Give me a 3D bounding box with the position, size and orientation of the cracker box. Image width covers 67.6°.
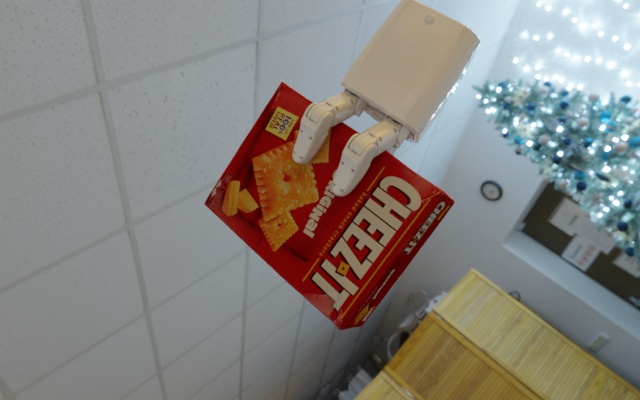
[{"bbox_3d":[0.000,0.002,0.500,0.213,0.164,0.072,39,8,25],"label":"cracker box"}]
